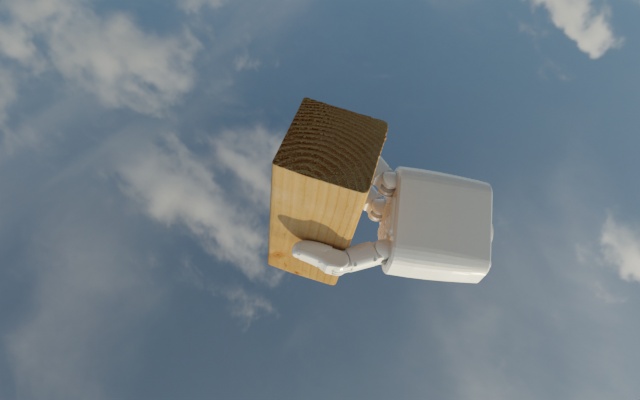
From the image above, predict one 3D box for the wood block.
[{"bbox_3d":[0.000,0.002,0.521,0.090,0.090,0.206,18,-33,4],"label":"wood block"}]
